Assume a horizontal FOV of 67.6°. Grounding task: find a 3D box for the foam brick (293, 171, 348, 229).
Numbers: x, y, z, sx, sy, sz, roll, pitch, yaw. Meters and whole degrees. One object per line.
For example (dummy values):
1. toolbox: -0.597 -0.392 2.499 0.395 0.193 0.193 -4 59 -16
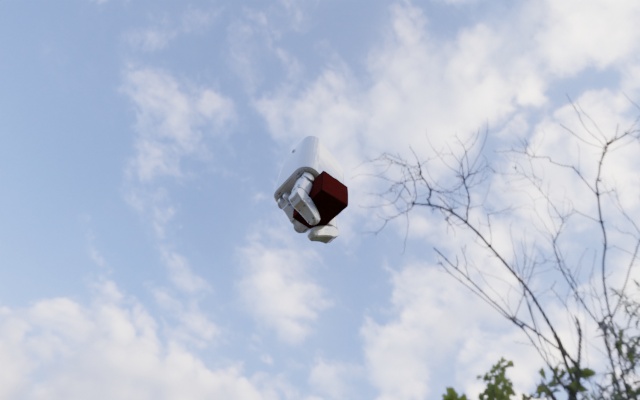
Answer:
1. foam brick: 0.000 0.002 0.754 0.053 0.051 0.078 34 -56 -20
